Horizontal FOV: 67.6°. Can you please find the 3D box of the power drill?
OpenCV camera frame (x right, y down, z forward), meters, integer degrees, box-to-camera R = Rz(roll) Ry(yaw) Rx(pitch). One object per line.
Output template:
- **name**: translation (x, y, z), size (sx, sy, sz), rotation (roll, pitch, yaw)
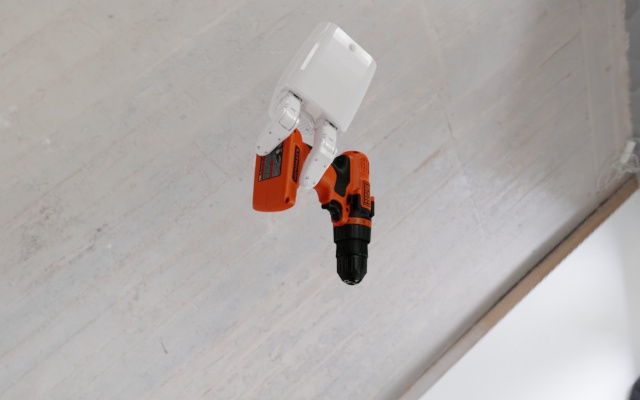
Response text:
- **power drill**: translation (0.000, 0.002, 0.591), size (0.057, 0.184, 0.188), rotation (-14, -25, 34)
